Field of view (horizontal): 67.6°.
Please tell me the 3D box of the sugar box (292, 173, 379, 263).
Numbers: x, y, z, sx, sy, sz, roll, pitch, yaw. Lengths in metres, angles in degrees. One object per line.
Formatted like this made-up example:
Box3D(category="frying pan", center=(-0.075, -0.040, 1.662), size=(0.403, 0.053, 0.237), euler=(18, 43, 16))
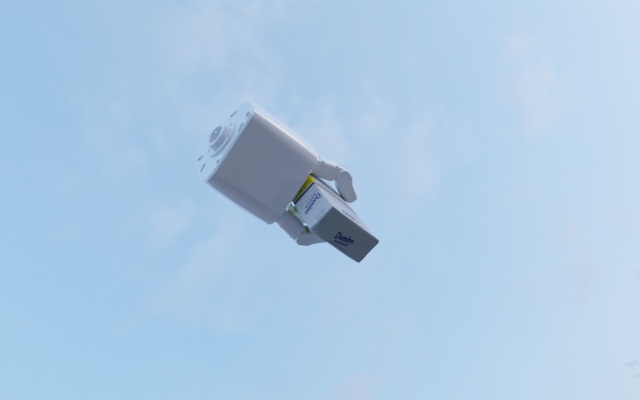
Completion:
Box3D(category="sugar box", center=(0.000, 0.002, 0.633), size=(0.093, 0.048, 0.176), euler=(37, 12, -34))
